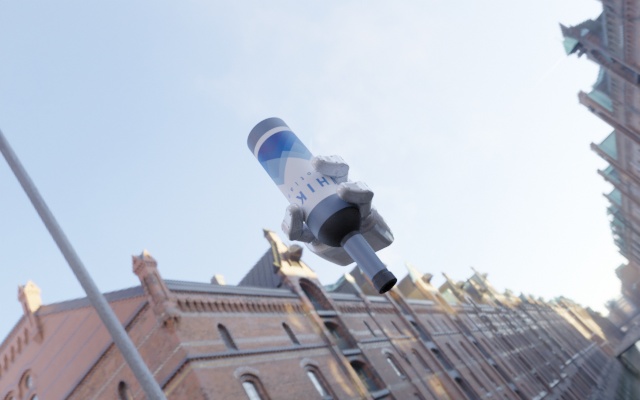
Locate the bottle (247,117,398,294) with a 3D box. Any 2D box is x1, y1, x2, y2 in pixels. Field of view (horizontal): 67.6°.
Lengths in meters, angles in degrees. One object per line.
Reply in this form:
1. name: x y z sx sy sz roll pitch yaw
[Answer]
1. bottle: 0.000 0.002 0.631 0.069 0.069 0.295 0 42 -47
